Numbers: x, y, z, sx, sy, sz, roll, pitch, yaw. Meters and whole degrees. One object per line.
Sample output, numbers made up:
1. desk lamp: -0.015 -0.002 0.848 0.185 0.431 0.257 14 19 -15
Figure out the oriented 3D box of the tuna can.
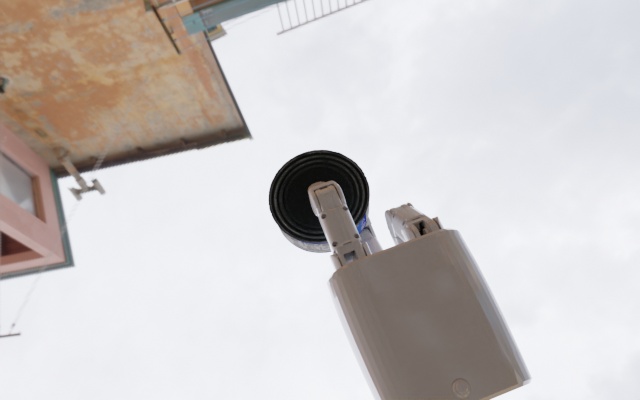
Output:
1. tuna can: 0.000 0.002 0.414 0.086 0.086 0.034 0 -24 7
